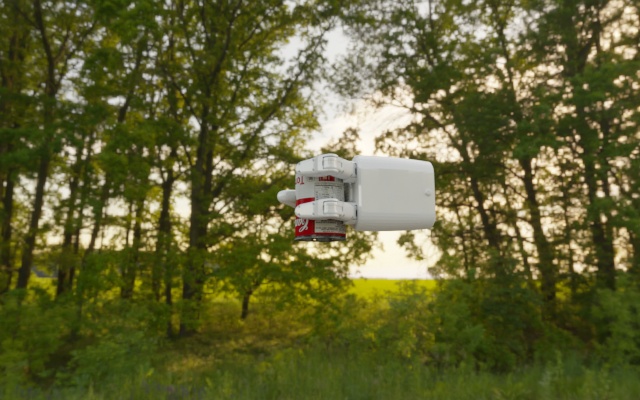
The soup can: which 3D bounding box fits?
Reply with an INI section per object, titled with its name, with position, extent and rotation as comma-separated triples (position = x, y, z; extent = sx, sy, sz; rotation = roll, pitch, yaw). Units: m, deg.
[soup can]
position = 0.000, 0.002, 0.634
extent = 0.068, 0.102, 0.068
rotation = 0, -9, 0
